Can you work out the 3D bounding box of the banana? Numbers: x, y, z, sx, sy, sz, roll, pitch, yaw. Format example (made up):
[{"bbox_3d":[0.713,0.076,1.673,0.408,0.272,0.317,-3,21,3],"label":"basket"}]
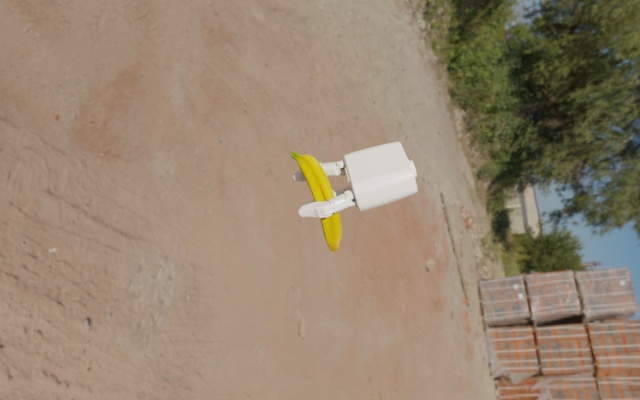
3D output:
[{"bbox_3d":[0.003,-0.001,0.850,0.037,0.198,0.069,-22,4,-14],"label":"banana"}]
